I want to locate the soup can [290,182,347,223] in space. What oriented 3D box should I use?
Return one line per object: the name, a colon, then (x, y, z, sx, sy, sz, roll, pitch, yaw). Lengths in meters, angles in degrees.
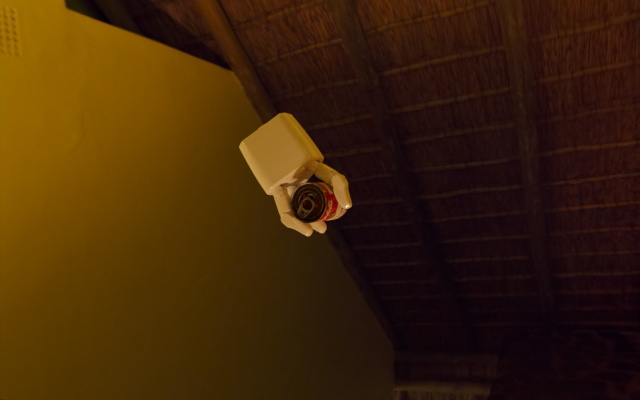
soup can: (0.001, 0.003, 0.829, 0.068, 0.068, 0.102, 0, 1, 25)
